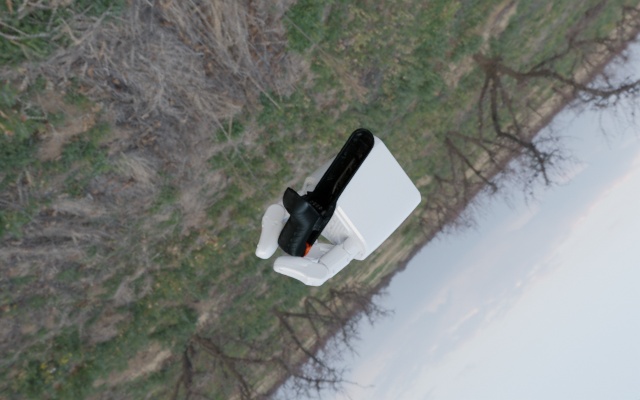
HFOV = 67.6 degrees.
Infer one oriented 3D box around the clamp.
[{"bbox_3d":[0.000,0.002,0.485,0.120,0.039,0.171,-39,-13,-25],"label":"clamp"}]
